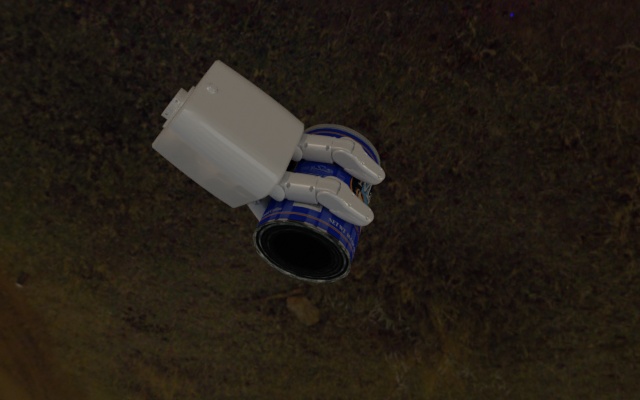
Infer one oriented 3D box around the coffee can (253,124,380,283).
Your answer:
[{"bbox_3d":[0.000,0.002,0.514,0.103,0.140,0.103,13,-38,10],"label":"coffee can"}]
